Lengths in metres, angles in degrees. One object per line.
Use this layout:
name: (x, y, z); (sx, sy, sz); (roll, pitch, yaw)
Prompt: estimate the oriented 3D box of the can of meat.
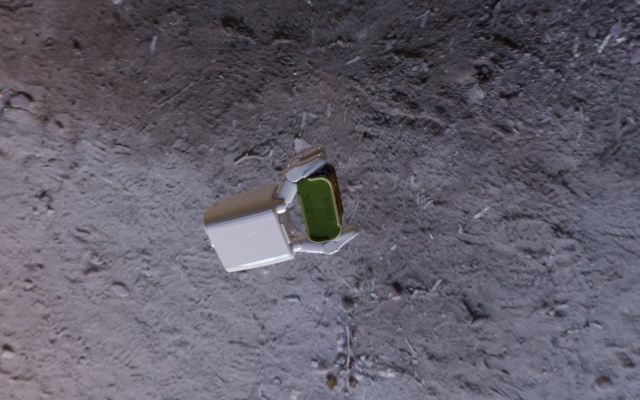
can of meat: (0.000, 0.002, 0.699); (0.057, 0.102, 0.084); (-10, 15, 6)
